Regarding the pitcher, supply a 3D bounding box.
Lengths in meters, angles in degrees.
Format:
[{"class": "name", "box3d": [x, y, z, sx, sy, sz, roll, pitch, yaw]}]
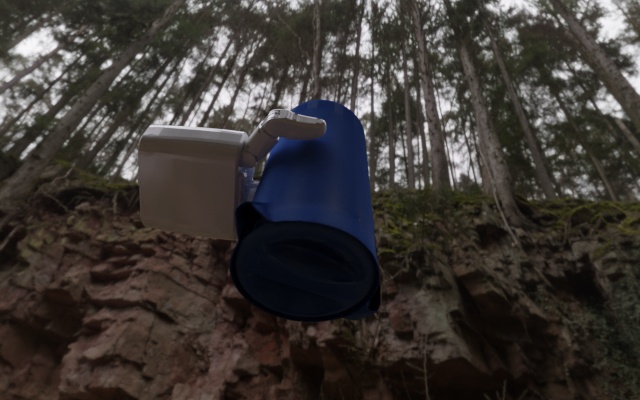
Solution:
[{"class": "pitcher", "box3d": [0.000, 0.002, 0.512, 0.145, 0.149, 0.242, 6, 40, 1]}]
